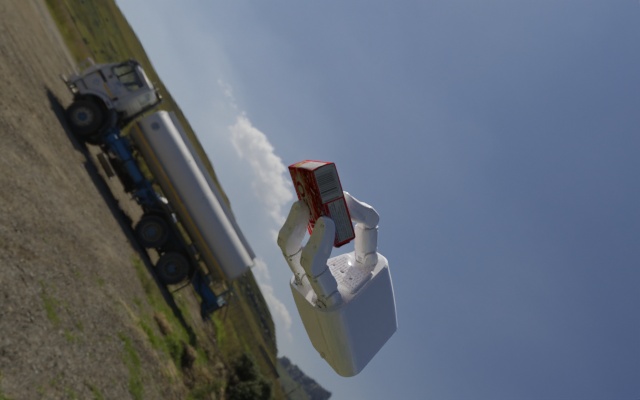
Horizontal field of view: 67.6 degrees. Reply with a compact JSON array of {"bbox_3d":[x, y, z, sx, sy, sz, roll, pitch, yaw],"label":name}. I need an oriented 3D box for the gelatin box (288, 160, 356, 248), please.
[{"bbox_3d":[0.000,0.001,0.526,0.030,0.089,0.073,-22,15,-20],"label":"gelatin box"}]
